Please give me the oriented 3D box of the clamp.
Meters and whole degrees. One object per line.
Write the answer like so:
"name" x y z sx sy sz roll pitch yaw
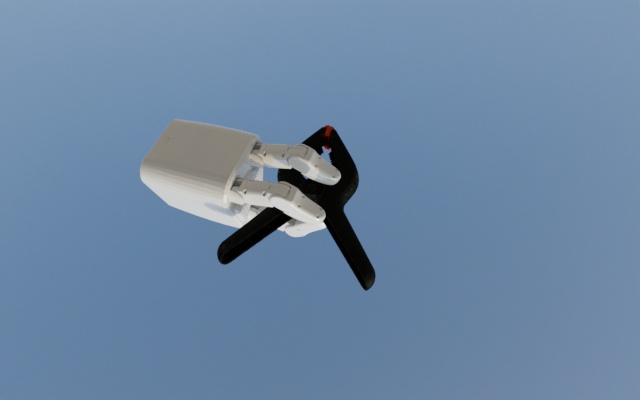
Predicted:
"clamp" 0.000 0.002 0.537 0.164 0.209 0.036 16 -34 10
